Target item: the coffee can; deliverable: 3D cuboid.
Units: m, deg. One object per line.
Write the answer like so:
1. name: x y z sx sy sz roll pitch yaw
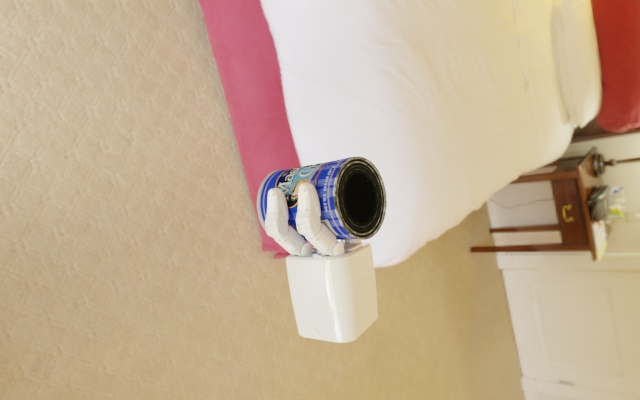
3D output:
1. coffee can: 0.000 0.002 0.628 0.140 0.103 0.103 -6 -4 43
